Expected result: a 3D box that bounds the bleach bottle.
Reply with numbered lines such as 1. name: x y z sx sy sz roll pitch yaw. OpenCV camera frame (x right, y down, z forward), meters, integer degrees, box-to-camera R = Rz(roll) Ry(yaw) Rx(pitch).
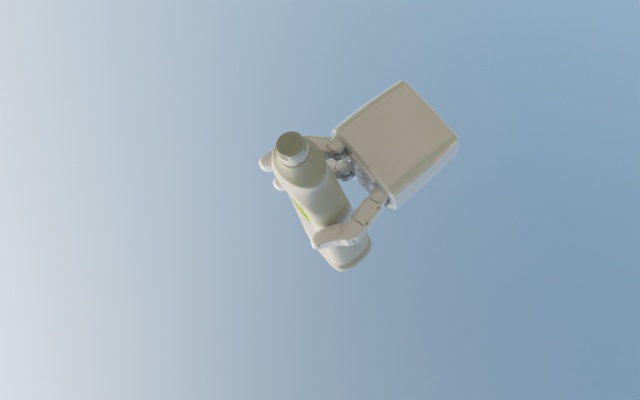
1. bleach bottle: 0.000 0.002 0.568 0.068 0.102 0.251 -39 -26 -7
